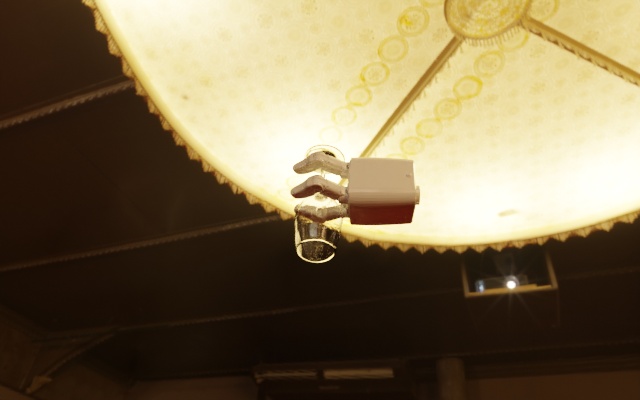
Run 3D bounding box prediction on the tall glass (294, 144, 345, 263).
[{"bbox_3d":[0.000,0.002,0.791,0.079,0.200,0.079,3,-40,3],"label":"tall glass"}]
